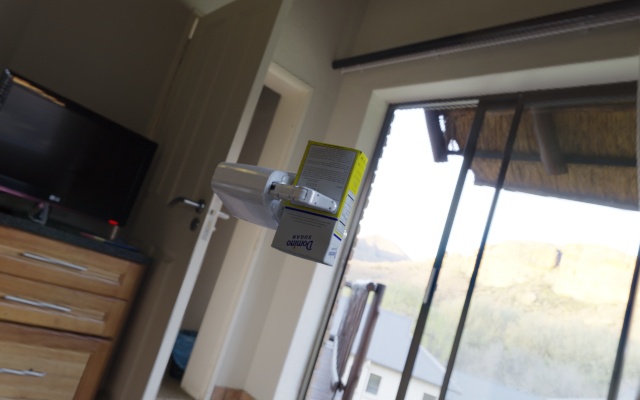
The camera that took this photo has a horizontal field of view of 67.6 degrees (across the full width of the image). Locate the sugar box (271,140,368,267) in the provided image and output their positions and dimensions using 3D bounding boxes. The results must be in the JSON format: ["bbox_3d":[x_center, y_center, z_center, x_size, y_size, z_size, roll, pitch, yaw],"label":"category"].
[{"bbox_3d":[0.000,0.002,0.718,0.093,0.176,0.048,14,-11,26],"label":"sugar box"}]
